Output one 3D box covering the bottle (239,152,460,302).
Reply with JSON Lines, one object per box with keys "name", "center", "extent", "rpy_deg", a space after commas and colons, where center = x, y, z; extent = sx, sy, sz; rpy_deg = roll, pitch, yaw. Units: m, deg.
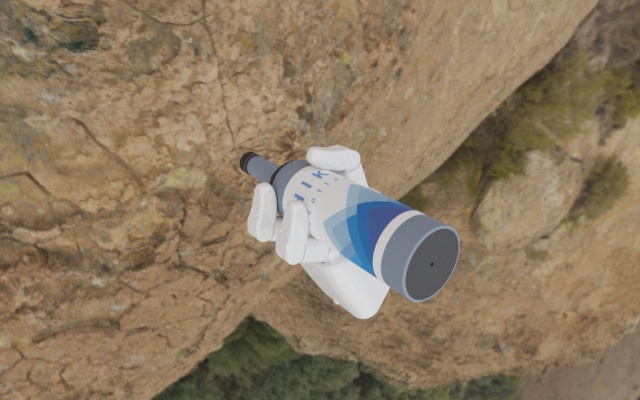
{"name": "bottle", "center": [0.000, 0.002, 0.482], "extent": [0.069, 0.069, 0.295], "rpy_deg": [0, 19, -40]}
